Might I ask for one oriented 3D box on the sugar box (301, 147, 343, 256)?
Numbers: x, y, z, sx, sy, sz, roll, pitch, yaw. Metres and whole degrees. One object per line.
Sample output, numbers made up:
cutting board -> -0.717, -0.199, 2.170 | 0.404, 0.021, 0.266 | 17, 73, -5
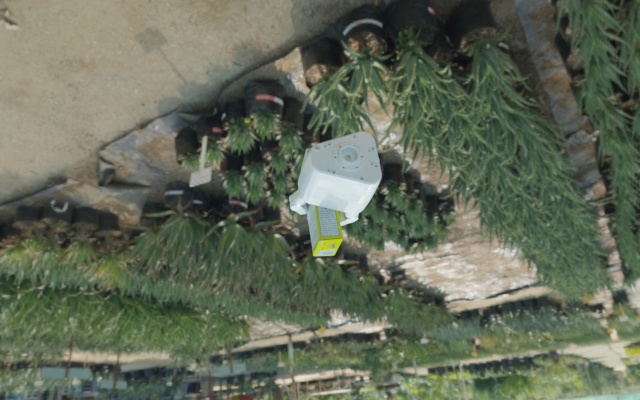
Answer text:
sugar box -> 0.001, 0.003, 0.851 | 0.048, 0.176, 0.093 | -2, -23, -10
